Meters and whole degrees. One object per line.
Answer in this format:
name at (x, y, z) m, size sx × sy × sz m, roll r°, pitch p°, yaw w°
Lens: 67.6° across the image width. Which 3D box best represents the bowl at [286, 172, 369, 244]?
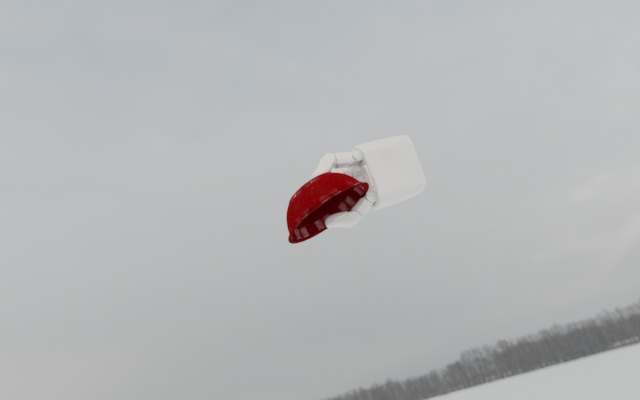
bowl at (-0.001, 0.003, 0.790) m, size 0.162 × 0.055 × 0.162 m, roll -33°, pitch -16°, yaw -11°
